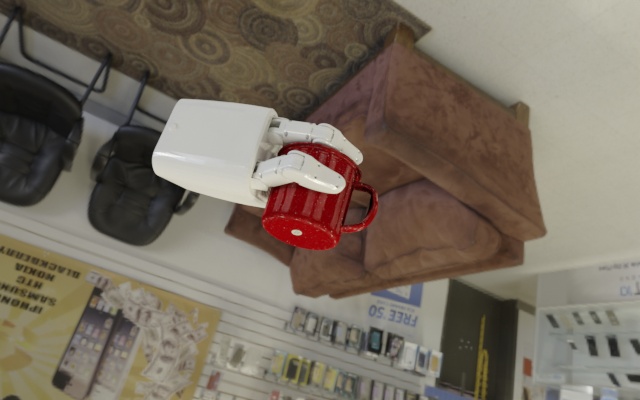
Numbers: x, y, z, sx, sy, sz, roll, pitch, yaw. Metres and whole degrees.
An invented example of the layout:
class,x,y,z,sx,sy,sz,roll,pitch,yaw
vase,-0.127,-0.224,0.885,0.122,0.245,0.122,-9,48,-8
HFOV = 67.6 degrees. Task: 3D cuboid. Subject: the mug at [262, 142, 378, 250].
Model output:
class,x,y,z,sx,sy,sz,roll,pitch,yaw
mug,0.001,0.002,0.489,0.117,0.081,0.093,11,-25,12
